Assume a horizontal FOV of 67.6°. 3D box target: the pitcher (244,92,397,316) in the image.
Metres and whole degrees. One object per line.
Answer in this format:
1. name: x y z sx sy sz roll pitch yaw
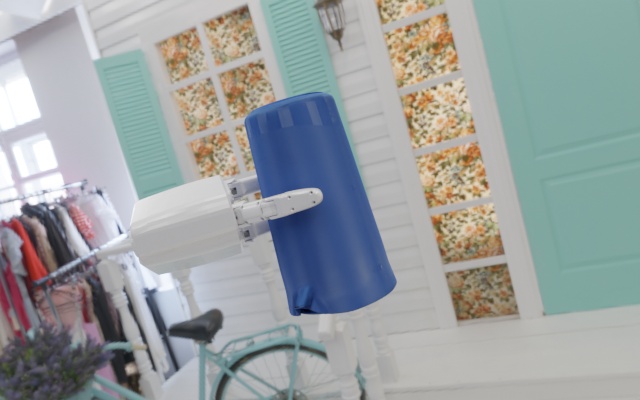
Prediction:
1. pitcher: 0.000 0.002 0.569 0.145 0.243 0.149 -17 5 -9
